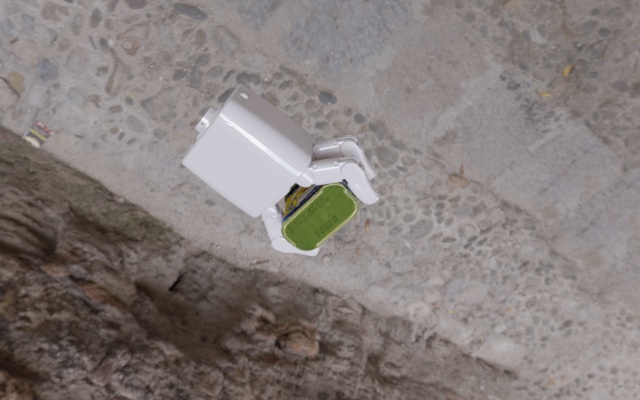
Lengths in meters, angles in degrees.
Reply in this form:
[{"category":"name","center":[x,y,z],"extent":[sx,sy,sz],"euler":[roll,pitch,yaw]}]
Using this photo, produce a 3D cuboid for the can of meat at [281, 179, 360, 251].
[{"category":"can of meat","center":[0.000,0.002,0.570],"extent":[0.057,0.102,0.084],"euler":[41,22,-18]}]
